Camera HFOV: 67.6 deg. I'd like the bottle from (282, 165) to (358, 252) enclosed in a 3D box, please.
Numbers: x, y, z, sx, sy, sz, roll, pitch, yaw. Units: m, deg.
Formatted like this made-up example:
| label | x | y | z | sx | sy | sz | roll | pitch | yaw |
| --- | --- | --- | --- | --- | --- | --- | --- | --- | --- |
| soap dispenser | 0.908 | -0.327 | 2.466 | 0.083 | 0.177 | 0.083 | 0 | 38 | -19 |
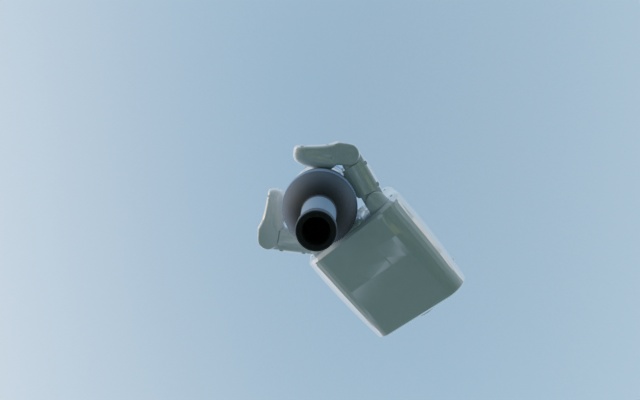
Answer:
| label | x | y | z | sx | sy | sz | roll | pitch | yaw |
| --- | --- | --- | --- | --- | --- | --- | --- | --- | --- |
| bottle | 0.000 | 0.001 | 0.453 | 0.069 | 0.069 | 0.295 | 0 | 7 | 1 |
